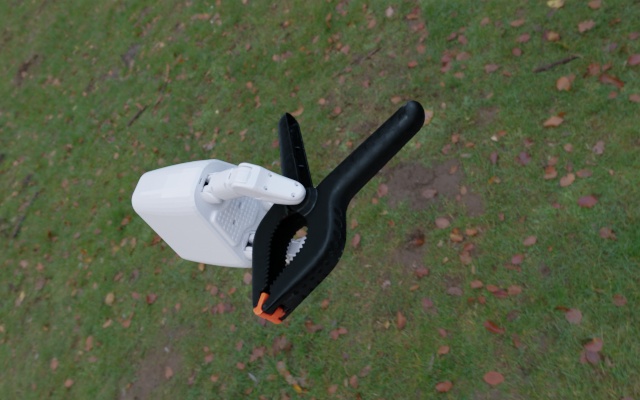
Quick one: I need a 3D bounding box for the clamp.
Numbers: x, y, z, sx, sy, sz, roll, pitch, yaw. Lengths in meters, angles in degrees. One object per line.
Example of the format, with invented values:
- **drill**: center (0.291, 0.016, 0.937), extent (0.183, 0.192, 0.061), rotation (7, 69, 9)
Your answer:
- **clamp**: center (-0.001, 0.001, 0.409), extent (0.164, 0.210, 0.036), rotation (-4, -30, 40)
